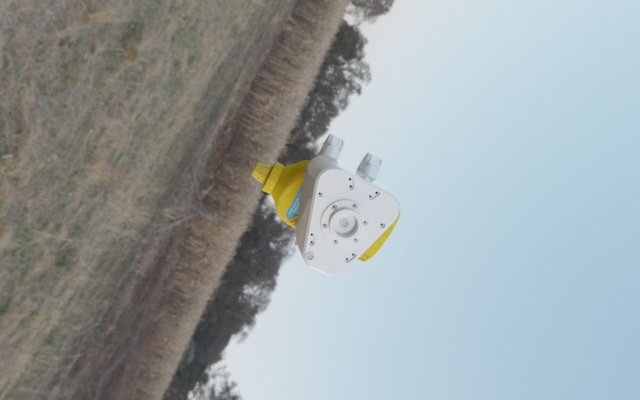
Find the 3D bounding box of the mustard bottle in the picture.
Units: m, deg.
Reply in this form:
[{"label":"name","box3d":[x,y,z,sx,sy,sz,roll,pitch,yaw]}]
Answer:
[{"label":"mustard bottle","box3d":[0.000,0.002,0.621,0.191,0.096,0.058,26,31,-9]}]
